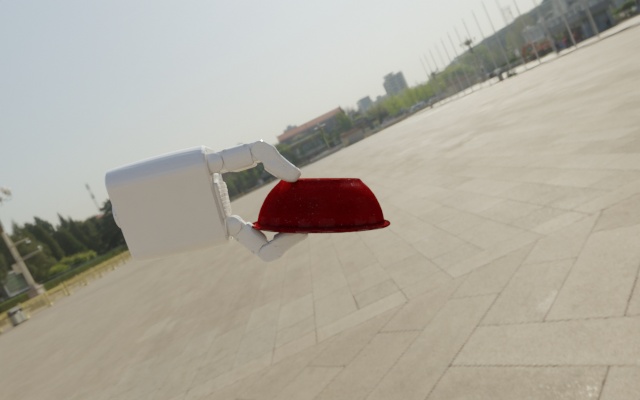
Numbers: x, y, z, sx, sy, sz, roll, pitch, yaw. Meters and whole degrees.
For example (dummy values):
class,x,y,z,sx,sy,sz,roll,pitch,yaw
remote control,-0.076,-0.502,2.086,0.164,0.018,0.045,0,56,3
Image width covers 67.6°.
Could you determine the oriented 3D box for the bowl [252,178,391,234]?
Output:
class,x,y,z,sx,sy,sz,roll,pitch,yaw
bowl,0.001,0.001,0.554,0.162,0.055,0.162,0,3,0
